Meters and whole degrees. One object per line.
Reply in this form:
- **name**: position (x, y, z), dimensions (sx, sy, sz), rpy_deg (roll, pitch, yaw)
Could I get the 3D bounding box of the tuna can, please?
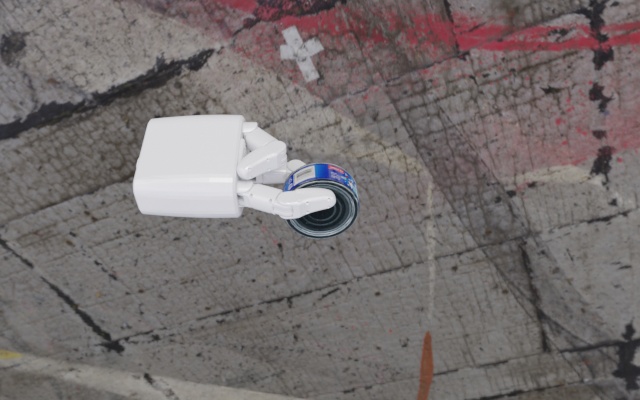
- **tuna can**: position (0.000, 0.002, 0.531), dimensions (0.086, 0.086, 0.033), rpy_deg (0, 38, -3)
